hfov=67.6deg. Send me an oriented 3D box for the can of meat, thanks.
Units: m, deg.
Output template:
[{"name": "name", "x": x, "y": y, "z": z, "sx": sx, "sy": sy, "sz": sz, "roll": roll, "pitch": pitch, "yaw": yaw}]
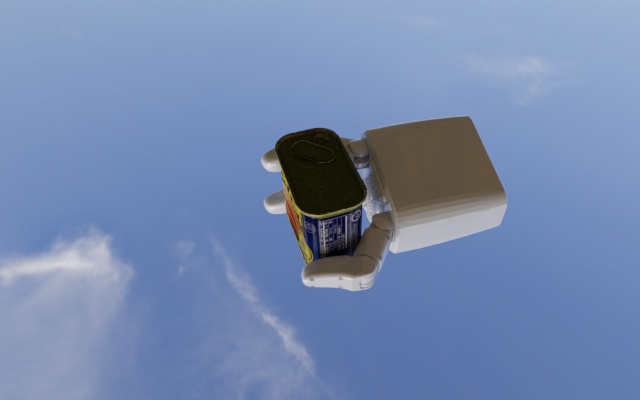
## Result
[{"name": "can of meat", "x": 0.000, "y": 0.002, "z": 0.417, "sx": 0.057, "sy": 0.102, "sz": 0.084, "roll": -14, "pitch": -42, "yaw": -10}]
